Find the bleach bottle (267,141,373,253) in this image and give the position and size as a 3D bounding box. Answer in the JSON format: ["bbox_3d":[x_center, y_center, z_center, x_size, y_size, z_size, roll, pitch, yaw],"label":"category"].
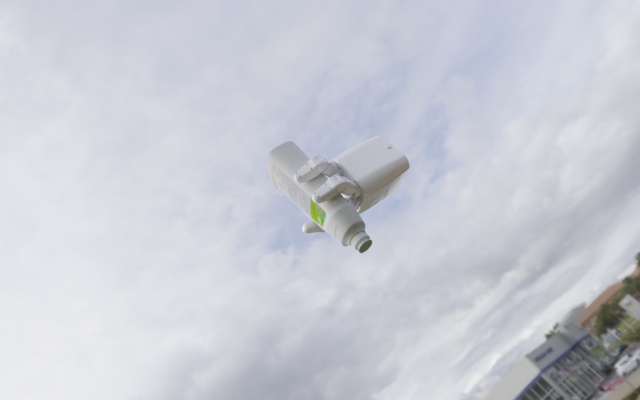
[{"bbox_3d":[0.000,0.003,0.829,0.068,0.103,0.250,-31,55,-18],"label":"bleach bottle"}]
